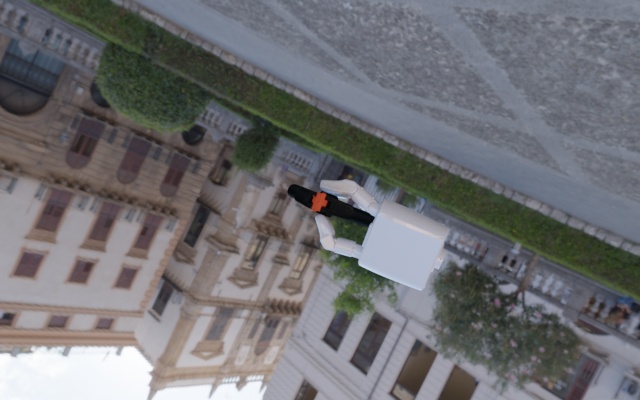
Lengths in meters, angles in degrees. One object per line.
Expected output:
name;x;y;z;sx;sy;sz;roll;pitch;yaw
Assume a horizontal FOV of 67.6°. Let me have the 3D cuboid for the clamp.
clamp;0.000;0.003;0.767;0.164;0.036;0.210;20;0;14
